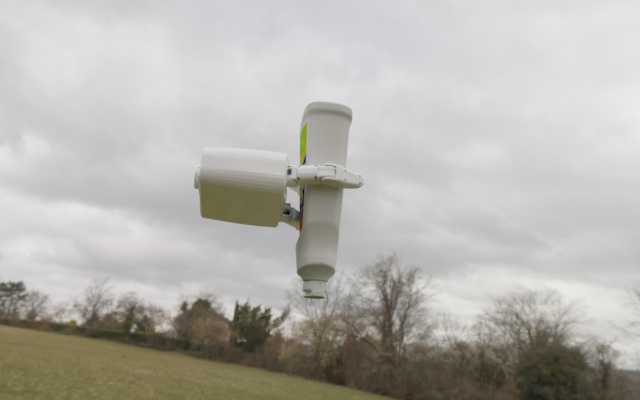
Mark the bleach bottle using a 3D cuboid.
[{"bbox_3d":[0.000,0.002,0.638,0.068,0.250,0.102,6,-19,-9],"label":"bleach bottle"}]
